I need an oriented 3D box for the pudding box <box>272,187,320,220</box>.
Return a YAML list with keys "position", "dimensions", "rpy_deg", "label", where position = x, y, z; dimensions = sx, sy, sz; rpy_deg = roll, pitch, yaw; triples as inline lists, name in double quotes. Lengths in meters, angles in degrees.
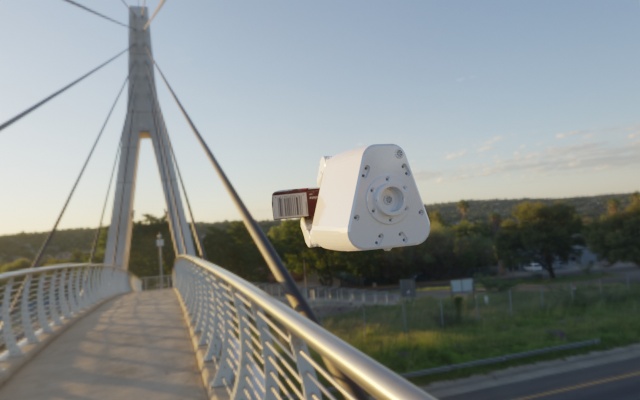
- position: [0.000, 0.002, 0.639]
  dimensions: [0.113, 0.039, 0.090]
  rpy_deg: [-3, 0, 10]
  label: "pudding box"
